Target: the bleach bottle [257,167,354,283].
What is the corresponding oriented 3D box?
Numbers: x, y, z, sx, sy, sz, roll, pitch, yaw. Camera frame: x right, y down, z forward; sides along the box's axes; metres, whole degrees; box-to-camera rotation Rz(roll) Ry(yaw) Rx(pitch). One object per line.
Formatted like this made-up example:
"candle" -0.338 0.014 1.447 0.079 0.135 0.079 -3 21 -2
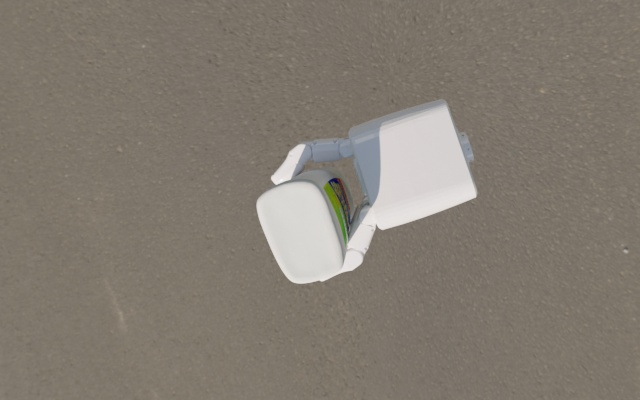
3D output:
"bleach bottle" 0.000 0.002 0.555 0.068 0.102 0.250 -18 11 12
